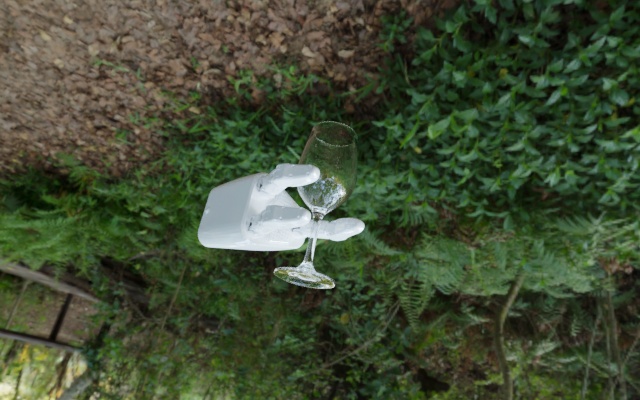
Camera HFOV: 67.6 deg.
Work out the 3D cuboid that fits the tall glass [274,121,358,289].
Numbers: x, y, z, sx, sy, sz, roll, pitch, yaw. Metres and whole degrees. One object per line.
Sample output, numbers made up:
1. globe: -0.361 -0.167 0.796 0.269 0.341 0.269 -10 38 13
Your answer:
1. tall glass: 0.000 0.003 0.594 0.079 0.201 0.079 10 -23 4
